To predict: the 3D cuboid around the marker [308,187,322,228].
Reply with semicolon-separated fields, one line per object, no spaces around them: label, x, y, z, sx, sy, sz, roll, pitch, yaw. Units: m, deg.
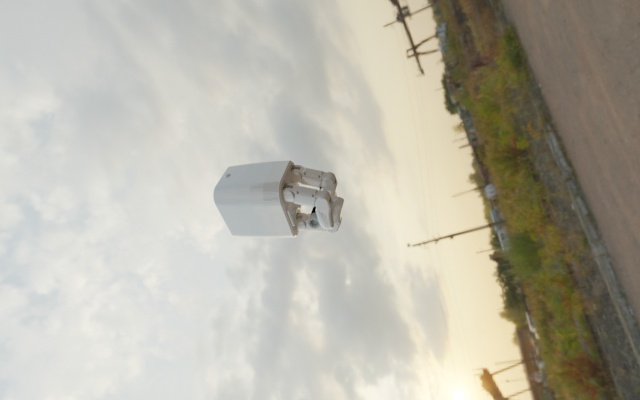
marker;0.000;0.002;0.751;0.020;0.020;0.121;0;31;11
